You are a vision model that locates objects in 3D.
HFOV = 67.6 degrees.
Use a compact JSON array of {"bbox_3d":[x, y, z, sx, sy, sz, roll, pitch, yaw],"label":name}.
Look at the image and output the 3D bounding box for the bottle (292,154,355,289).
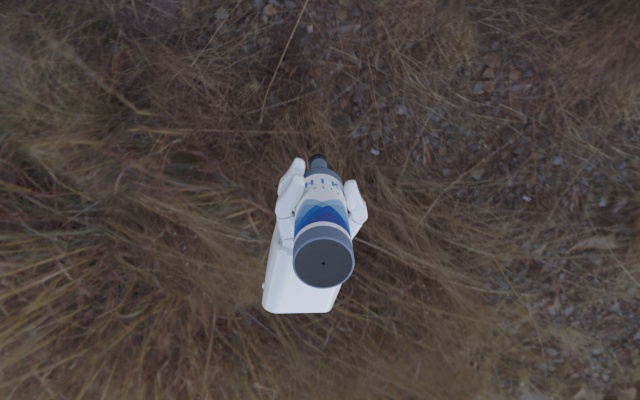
[{"bbox_3d":[0.000,0.002,0.638,0.069,0.069,0.295,0,26,-1],"label":"bottle"}]
